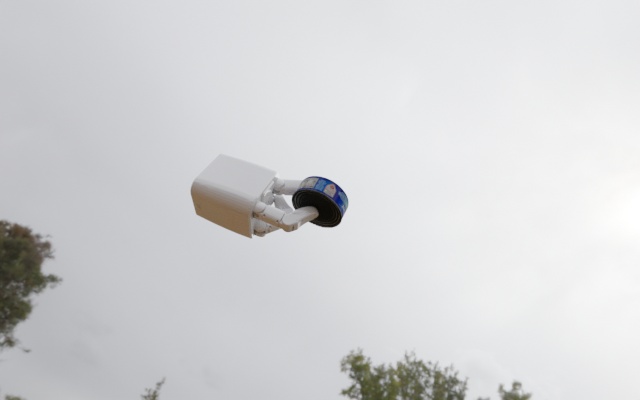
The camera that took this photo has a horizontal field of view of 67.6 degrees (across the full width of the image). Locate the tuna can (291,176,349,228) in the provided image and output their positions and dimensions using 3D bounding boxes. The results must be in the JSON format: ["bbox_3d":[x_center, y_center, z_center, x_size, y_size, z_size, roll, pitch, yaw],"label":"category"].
[{"bbox_3d":[0.000,0.002,0.746,0.086,0.033,0.086,19,-36,15],"label":"tuna can"}]
